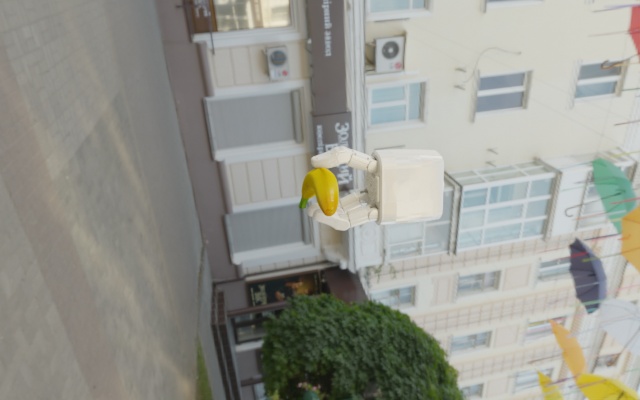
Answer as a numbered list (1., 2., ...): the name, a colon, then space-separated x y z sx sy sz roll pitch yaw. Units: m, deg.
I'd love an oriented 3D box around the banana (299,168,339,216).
1. banana: 0.000 -0.016 0.722 0.037 0.069 0.198 2 1 -11
